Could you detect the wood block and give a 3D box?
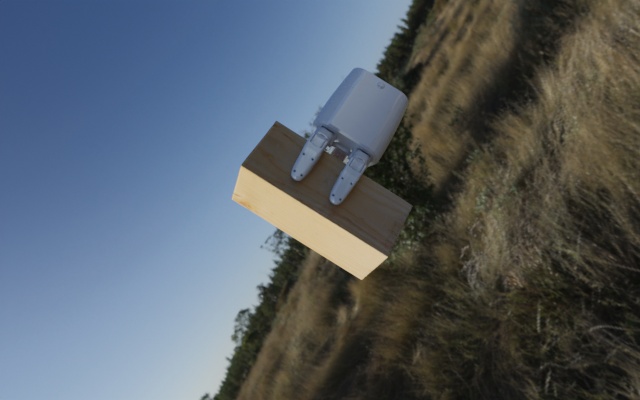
[{"bbox_3d":[0.000,0.002,0.625,0.206,0.090,0.091,32,-32,0],"label":"wood block"}]
